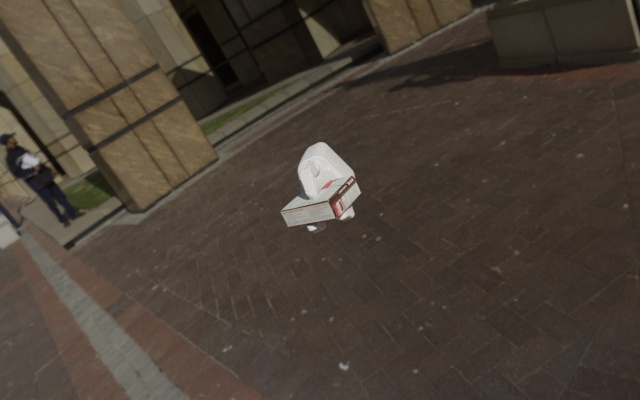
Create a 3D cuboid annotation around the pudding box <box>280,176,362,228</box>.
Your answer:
[{"bbox_3d":[0.000,0.002,0.805,0.113,0.039,0.090,-14,22,41],"label":"pudding box"}]
